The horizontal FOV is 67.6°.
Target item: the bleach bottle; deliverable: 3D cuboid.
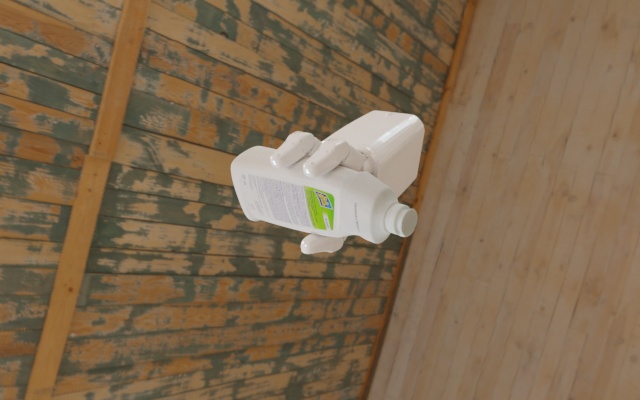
[{"bbox_3d":[0.000,0.002,0.559,0.251,0.103,0.068,17,44,41],"label":"bleach bottle"}]
